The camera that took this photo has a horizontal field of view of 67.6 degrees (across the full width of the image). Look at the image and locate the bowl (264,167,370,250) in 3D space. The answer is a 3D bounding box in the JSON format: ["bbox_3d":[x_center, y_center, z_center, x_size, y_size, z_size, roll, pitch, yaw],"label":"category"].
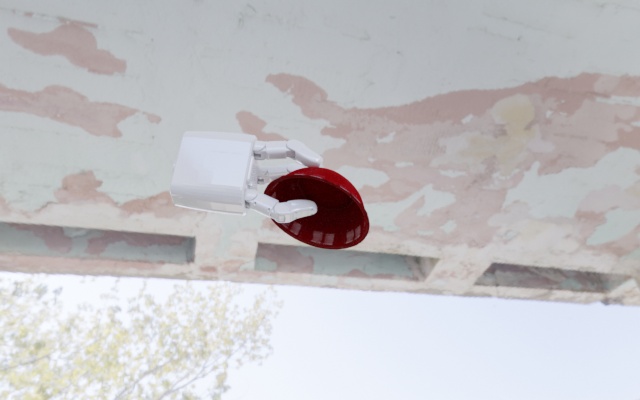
[{"bbox_3d":[0.001,0.003,0.705,0.162,0.055,0.162,14,-39,11],"label":"bowl"}]
